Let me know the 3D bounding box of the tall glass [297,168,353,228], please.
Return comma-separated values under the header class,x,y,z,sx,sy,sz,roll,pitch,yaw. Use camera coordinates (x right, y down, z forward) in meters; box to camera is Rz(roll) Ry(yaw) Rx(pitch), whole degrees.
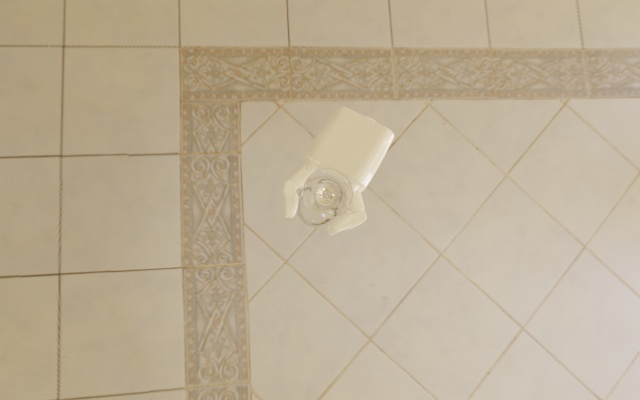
class,x,y,z,sx,sy,sz,roll,pitch,yaw
tall glass,0.000,0.003,0.787,0.079,0.079,0.201,0,-8,-6
